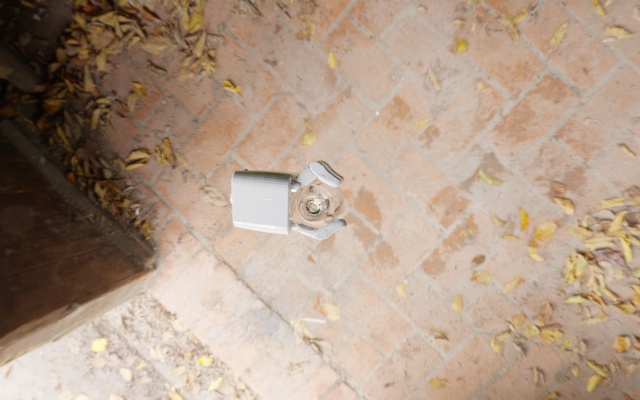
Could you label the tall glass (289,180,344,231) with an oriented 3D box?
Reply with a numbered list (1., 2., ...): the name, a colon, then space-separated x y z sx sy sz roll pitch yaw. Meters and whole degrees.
1. tall glass: 0.000 0.003 0.855 0.079 0.079 0.201 0 5 9
